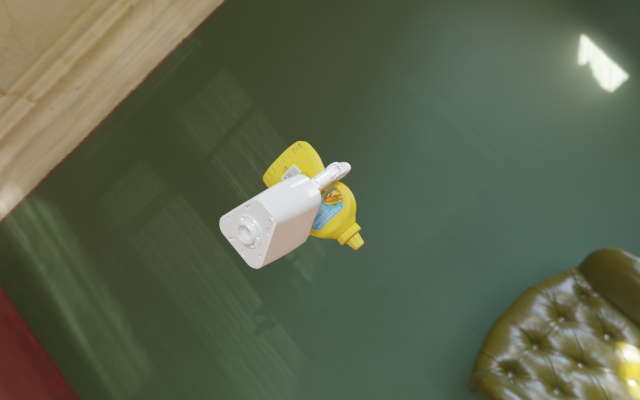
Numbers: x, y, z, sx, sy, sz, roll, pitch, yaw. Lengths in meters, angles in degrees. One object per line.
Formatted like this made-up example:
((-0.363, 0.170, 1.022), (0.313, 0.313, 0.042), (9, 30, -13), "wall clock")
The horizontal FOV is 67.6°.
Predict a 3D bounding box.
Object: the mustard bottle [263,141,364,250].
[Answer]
((0.000, 0.002, 0.772), (0.096, 0.191, 0.058), (-44, -10, 15), "mustard bottle")
